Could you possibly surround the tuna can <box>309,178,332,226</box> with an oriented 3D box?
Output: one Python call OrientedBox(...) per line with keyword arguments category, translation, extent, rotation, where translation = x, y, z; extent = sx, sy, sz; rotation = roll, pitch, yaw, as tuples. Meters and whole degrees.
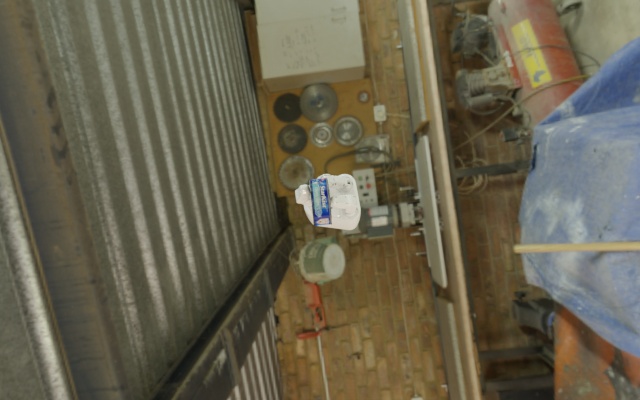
OrientedBox(category="tuna can", translation=(0.000, 0.003, 0.864), extent=(0.034, 0.086, 0.086), rotation=(-6, 0, -1))
